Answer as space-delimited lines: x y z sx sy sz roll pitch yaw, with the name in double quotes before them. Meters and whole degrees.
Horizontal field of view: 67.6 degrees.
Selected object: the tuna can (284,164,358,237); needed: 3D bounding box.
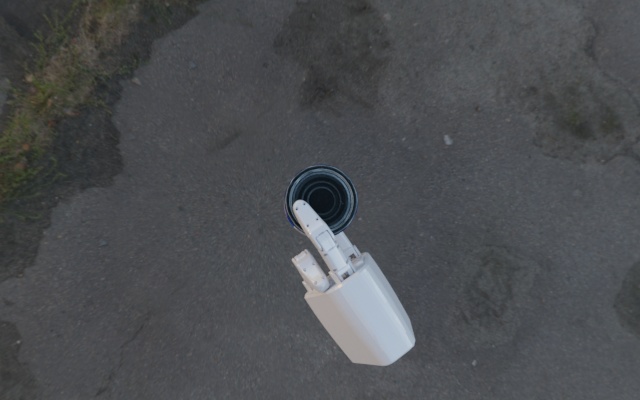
"tuna can" 0.000 0.002 0.556 0.086 0.086 0.034 0 -6 -4
